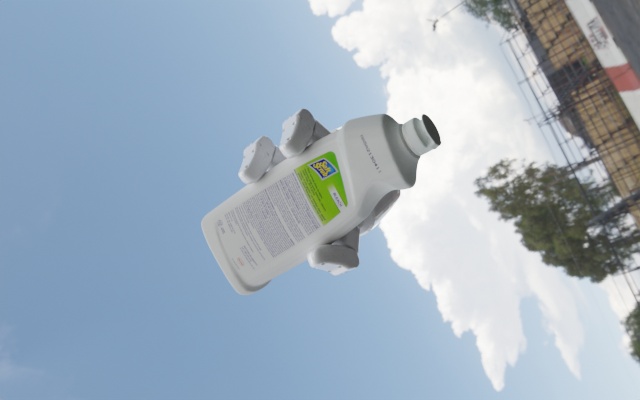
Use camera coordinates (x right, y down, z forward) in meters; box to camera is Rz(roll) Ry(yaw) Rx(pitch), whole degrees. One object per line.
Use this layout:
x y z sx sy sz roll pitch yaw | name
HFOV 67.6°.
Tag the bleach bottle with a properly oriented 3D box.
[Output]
0.000 0.001 0.449 0.251 0.102 0.068 -29 2 31 | bleach bottle
